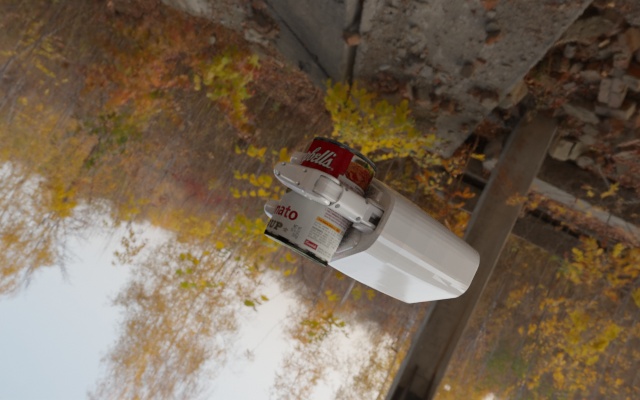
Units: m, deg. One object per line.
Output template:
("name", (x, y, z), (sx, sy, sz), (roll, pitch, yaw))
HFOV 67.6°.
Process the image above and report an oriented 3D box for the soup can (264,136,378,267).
("soup can", (0.000, 0.001, 0.444), (0.068, 0.102, 0.068), (27, -9, 5))
